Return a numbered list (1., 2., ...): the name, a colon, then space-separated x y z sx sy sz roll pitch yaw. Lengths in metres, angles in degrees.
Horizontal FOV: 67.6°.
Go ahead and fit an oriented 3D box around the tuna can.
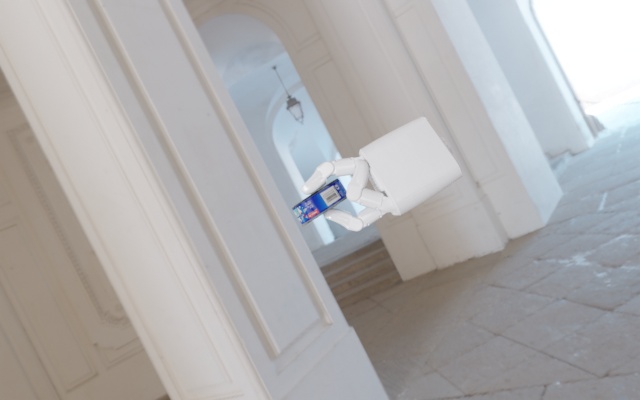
1. tuna can: 0.000 0.002 0.723 0.086 0.034 0.086 -33 0 0
